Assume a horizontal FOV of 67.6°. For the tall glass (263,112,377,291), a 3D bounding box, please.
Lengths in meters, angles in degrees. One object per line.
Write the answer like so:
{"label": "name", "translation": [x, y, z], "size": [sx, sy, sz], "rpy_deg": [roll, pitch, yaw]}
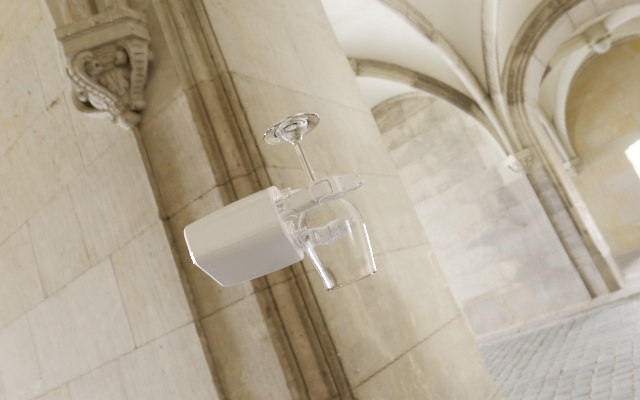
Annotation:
{"label": "tall glass", "translation": [0.000, 0.001, 0.564], "size": [0.079, 0.201, 0.079], "rpy_deg": [-21, -13, -5]}
